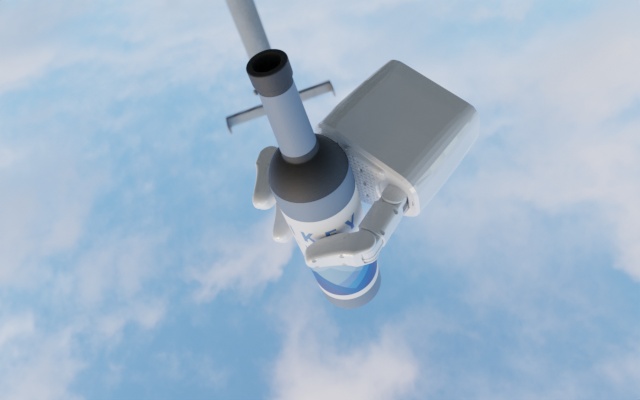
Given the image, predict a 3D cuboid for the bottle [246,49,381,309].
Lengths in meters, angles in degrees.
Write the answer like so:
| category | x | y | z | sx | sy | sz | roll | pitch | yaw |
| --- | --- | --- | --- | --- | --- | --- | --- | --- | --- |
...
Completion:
| category | x | y | z | sx | sy | sz | roll | pitch | yaw |
| --- | --- | --- | --- | --- | --- | --- | --- | --- | --- |
| bottle | 0.000 | 0.002 | 0.408 | 0.069 | 0.069 | 0.296 | 0 | -36 | 16 |
